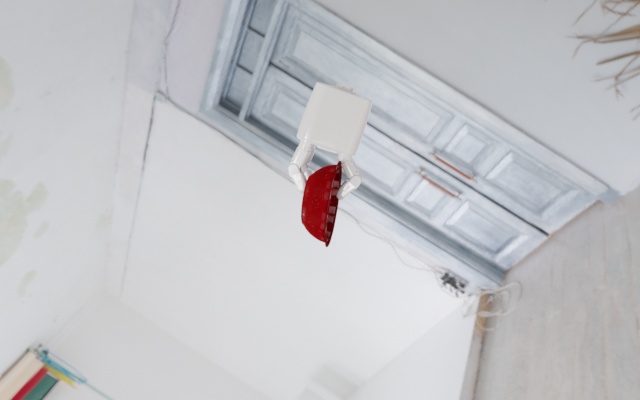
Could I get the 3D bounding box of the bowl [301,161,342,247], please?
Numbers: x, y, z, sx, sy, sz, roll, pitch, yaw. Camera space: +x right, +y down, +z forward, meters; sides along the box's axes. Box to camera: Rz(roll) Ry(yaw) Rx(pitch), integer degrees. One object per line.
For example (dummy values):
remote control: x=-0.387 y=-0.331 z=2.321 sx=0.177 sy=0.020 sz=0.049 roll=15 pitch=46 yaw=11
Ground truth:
bowl: x=-0.001 y=0.004 z=0.884 sx=0.055 sy=0.162 sz=0.162 roll=8 pitch=1 yaw=7
